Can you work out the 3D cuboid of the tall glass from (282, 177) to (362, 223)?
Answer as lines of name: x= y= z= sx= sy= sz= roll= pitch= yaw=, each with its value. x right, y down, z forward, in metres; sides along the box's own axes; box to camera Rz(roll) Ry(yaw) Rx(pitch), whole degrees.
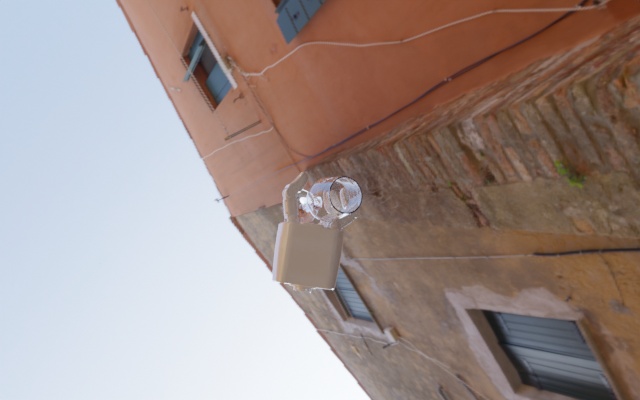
tall glass: x=0.000 y=0.003 z=0.862 sx=0.079 sy=0.079 sz=0.201 roll=0 pitch=-7 yaw=-25
